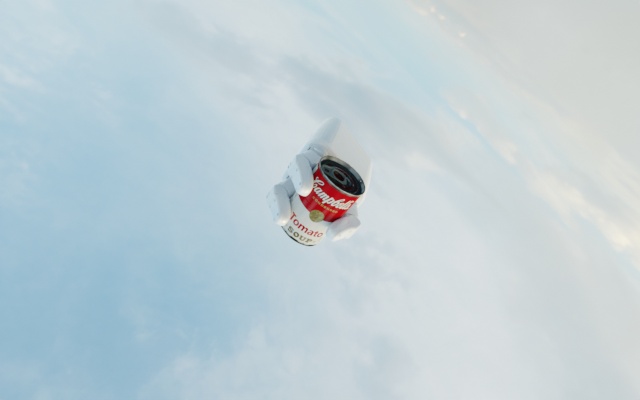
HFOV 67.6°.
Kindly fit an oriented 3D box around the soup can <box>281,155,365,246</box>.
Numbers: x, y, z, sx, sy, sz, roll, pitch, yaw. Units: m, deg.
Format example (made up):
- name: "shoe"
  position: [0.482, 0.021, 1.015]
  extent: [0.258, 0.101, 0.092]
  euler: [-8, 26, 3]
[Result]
- name: "soup can"
  position: [0.000, 0.002, 0.610]
  extent: [0.068, 0.068, 0.102]
  euler: [0, -41, -47]
